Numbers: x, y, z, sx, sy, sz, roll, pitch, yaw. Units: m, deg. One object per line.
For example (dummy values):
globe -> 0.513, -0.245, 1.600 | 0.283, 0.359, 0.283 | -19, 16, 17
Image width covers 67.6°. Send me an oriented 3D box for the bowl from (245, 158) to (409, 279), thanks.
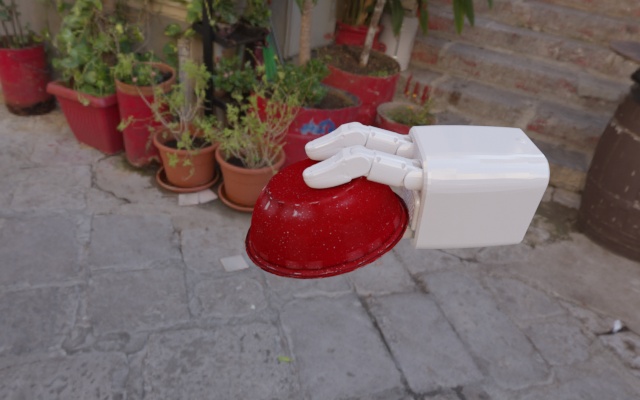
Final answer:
bowl -> -0.001, 0.001, 0.452 | 0.162, 0.055, 0.162 | -10, 30, 6
